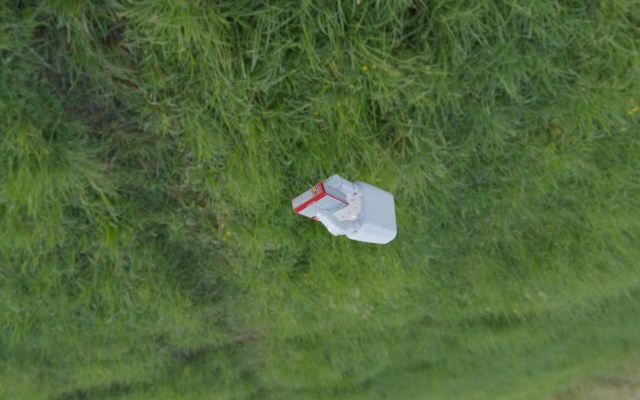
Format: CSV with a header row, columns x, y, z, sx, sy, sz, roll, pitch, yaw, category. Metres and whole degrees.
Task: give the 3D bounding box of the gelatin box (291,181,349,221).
x,y,z,sx,sy,sz,roll,pitch,yaw,category
0.000,0.003,0.898,0.073,0.030,0.089,-31,-28,23,gelatin box
